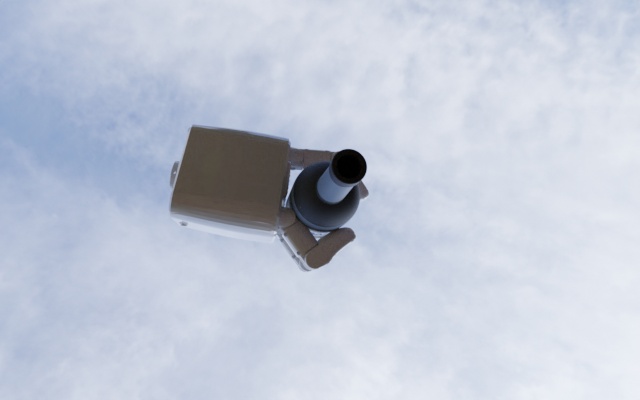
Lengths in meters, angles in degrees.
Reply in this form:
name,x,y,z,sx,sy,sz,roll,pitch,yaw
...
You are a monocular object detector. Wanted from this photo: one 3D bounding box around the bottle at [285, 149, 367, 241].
name,x,y,z,sx,sy,sz,roll,pitch,yaw
bottle,0.000,0.002,0.497,0.069,0.069,0.296,0,-11,-9
